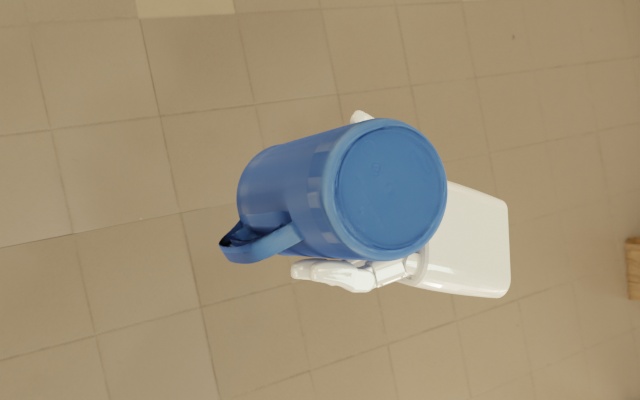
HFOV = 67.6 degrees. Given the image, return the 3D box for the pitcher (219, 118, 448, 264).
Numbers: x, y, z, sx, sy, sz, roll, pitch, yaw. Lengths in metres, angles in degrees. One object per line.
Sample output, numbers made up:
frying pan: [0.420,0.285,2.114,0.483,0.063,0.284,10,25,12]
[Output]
pitcher: [0.000,0.001,0.456,0.145,0.149,0.243,14,-7,-20]
